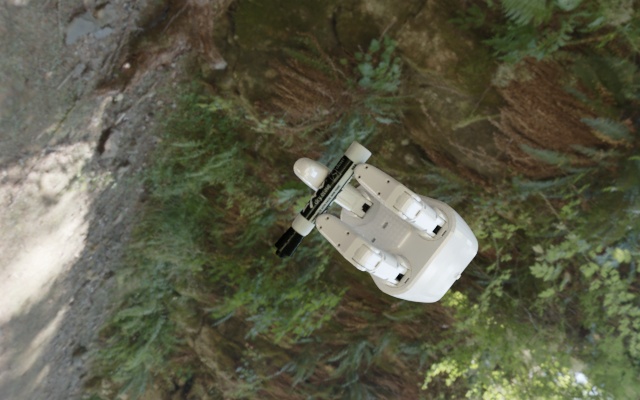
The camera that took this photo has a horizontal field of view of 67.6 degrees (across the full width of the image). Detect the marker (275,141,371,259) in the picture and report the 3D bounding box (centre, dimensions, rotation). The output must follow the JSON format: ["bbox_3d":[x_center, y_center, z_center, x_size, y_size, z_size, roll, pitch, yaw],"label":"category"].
[{"bbox_3d":[0.000,0.001,0.418,0.020,0.121,0.020,37,6,-4],"label":"marker"}]
